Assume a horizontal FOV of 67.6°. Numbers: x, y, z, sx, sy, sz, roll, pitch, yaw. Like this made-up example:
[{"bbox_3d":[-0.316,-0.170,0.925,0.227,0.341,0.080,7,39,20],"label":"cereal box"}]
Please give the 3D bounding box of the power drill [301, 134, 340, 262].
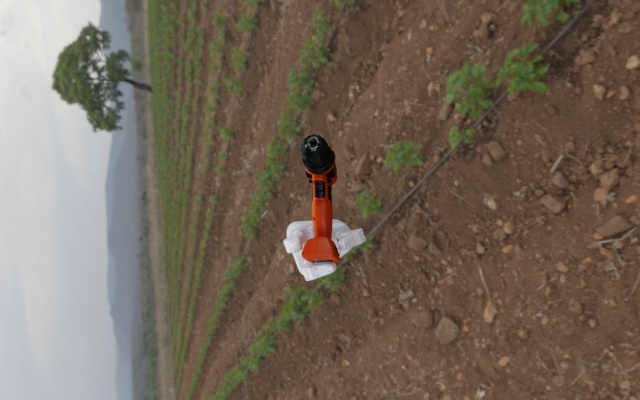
[{"bbox_3d":[0.000,0.003,0.773,0.057,0.187,0.184,-1,-13,8],"label":"power drill"}]
